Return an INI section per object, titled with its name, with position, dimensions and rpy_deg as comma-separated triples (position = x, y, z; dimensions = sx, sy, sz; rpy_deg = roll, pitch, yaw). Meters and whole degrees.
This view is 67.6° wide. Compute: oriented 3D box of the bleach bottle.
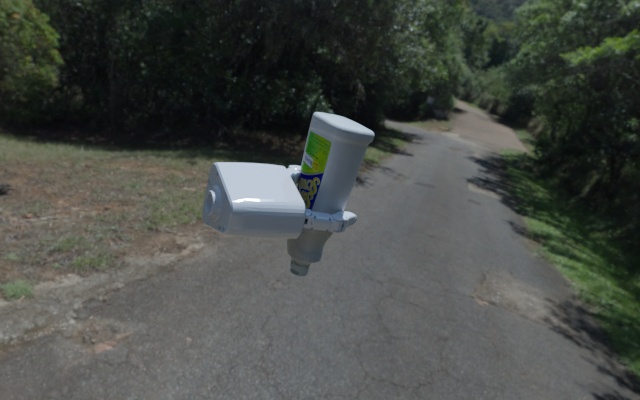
[bleach bottle]
position = 0.000, 0.002, 0.715
dimensions = 0.068, 0.251, 0.102
rpy_deg = 3, 22, -32
